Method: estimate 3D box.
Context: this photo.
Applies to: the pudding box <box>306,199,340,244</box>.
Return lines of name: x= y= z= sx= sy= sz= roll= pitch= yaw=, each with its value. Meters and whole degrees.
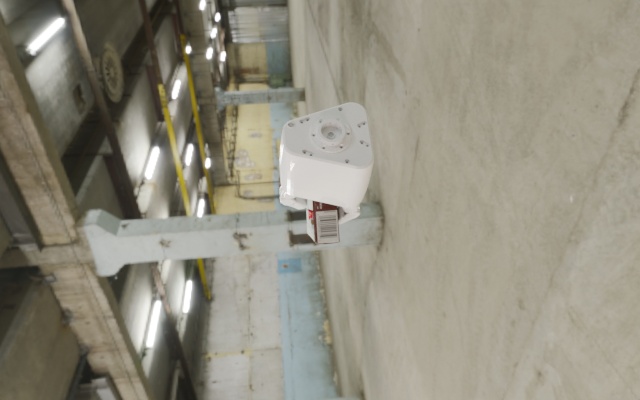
pudding box: x=0.000 y=0.002 z=0.703 sx=0.039 sy=0.113 sz=0.090 roll=-2 pitch=4 yaw=-8
